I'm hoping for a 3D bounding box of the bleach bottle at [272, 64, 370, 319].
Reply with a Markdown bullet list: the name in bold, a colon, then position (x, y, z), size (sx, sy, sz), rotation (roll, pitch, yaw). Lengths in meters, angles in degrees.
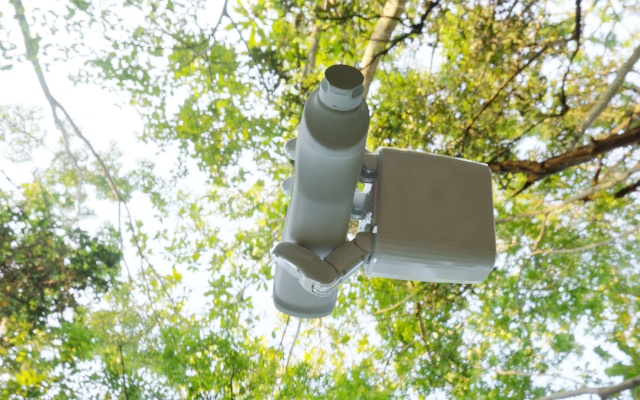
- **bleach bottle**: position (0.000, 0.001, 0.416), size (0.068, 0.102, 0.251), rotation (7, -40, -3)
